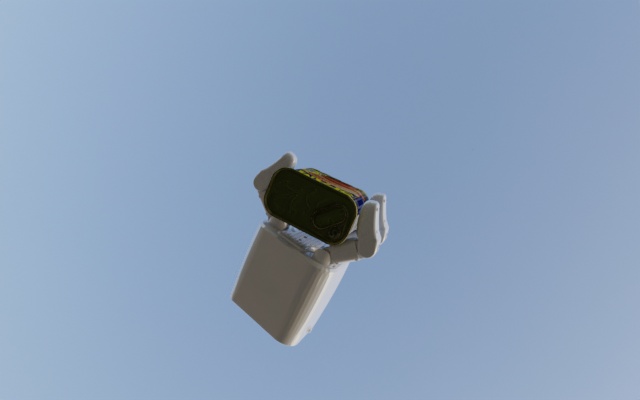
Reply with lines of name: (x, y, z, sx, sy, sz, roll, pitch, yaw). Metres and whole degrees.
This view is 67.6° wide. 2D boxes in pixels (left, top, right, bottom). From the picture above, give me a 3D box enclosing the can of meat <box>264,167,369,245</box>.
can of meat: (0.000, 0.002, 0.542, 0.102, 0.057, 0.084, 26, 13, 13)
